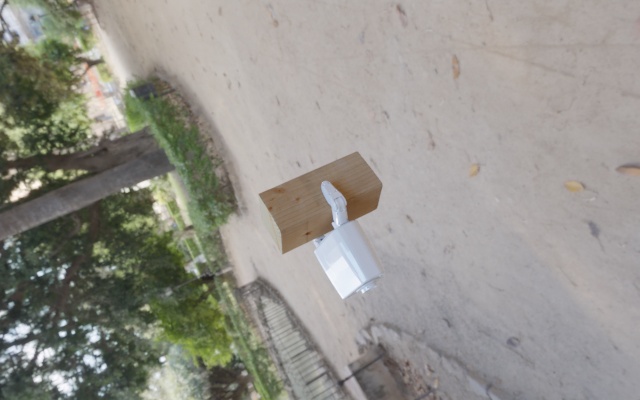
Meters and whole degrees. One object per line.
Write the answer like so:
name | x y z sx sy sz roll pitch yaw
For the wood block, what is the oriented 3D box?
wood block | 0.000 0.003 0.879 0.206 0.090 0.091 -25 -29 -17
